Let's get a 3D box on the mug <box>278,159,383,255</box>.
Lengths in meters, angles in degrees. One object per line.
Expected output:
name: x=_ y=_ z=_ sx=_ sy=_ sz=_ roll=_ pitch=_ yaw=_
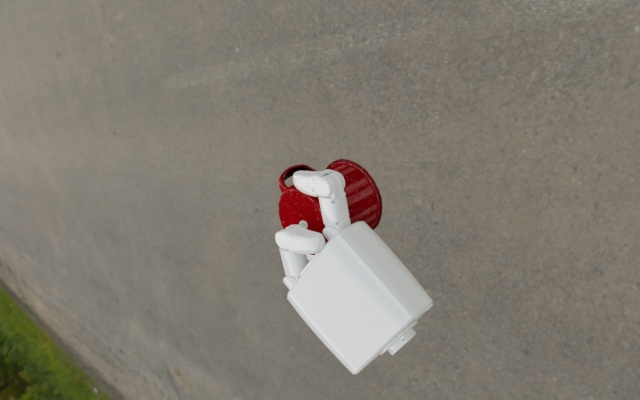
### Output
mug: x=-0.001 y=0.001 z=0.537 sx=0.081 sy=0.117 sz=0.093 roll=-27 pitch=-27 yaw=-39
